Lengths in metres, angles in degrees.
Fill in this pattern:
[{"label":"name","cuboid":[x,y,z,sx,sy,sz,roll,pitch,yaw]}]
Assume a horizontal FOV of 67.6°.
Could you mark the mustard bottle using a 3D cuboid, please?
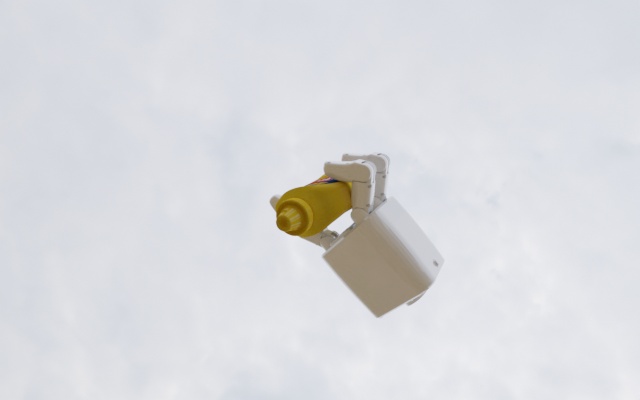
[{"label":"mustard bottle","cuboid":[0.000,0.002,0.579,0.096,0.058,0.191,-16,7,27]}]
